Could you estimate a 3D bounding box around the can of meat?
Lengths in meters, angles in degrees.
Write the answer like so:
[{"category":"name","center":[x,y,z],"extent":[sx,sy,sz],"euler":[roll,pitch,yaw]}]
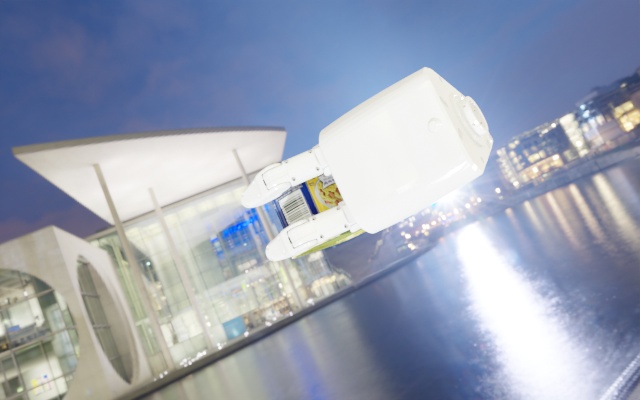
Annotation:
[{"category":"can of meat","center":[0.000,0.001,0.467],"extent":[0.057,0.084,0.102],"euler":[-30,-11,35]}]
